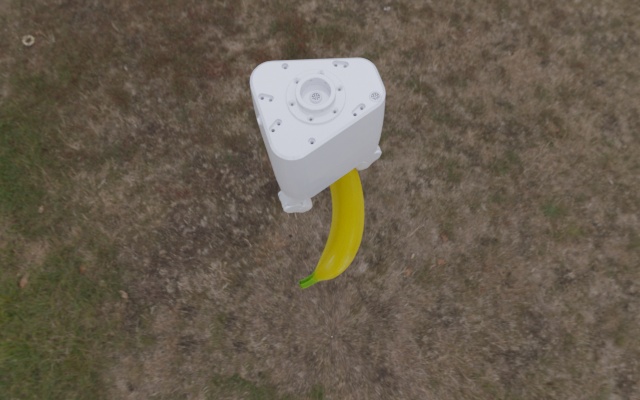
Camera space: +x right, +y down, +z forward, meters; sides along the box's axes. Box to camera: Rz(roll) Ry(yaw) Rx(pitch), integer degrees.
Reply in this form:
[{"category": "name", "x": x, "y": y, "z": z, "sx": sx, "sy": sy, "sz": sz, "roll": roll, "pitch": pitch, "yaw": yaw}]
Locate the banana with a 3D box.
[{"category": "banana", "x": 0.018, "y": 0.007, "z": 0.566, "sx": 0.069, "sy": 0.197, "sz": 0.037, "roll": 6, "pitch": -15, "yaw": 3}]
